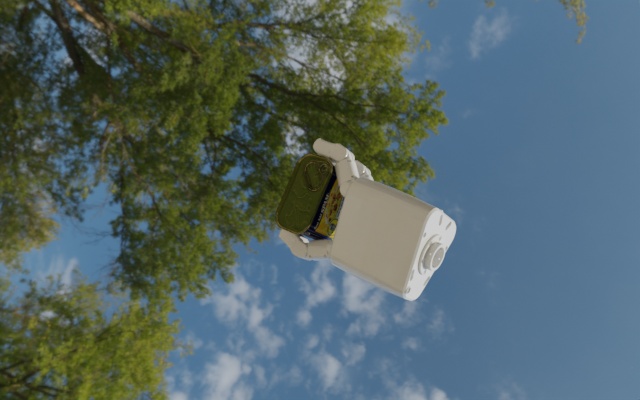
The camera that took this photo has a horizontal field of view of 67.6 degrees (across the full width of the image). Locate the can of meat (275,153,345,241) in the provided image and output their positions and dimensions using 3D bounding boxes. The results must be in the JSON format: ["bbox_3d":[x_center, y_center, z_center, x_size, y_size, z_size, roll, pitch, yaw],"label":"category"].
[{"bbox_3d":[0.000,0.002,0.620,0.057,0.102,0.084,19,-5,37],"label":"can of meat"}]
